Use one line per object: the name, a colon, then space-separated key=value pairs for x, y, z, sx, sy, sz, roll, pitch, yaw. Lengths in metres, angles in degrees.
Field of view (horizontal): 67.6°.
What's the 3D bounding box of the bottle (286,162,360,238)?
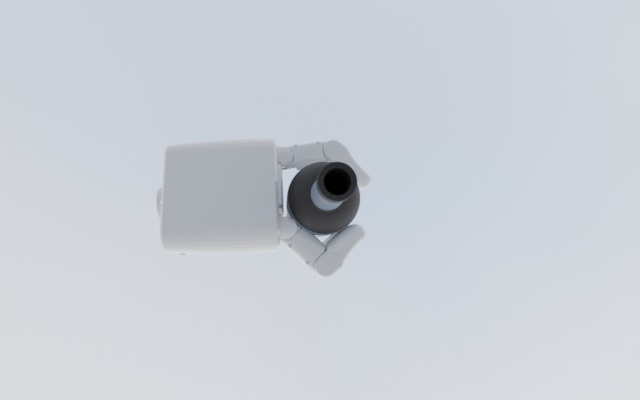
bottle: x=0.000 y=0.002 z=0.468 sx=0.069 sy=0.069 sz=0.296 roll=0 pitch=-6 yaw=-4
